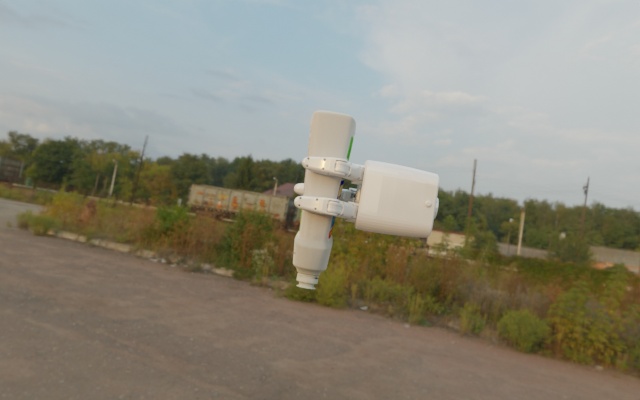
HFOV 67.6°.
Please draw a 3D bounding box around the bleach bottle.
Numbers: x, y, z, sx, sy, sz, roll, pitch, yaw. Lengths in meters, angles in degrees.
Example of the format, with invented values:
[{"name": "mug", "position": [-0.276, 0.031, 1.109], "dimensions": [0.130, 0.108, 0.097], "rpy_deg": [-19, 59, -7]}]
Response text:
[{"name": "bleach bottle", "position": [0.000, 0.002, 0.703], "dimensions": [0.068, 0.251, 0.102], "rpy_deg": [9, -4, 3]}]
